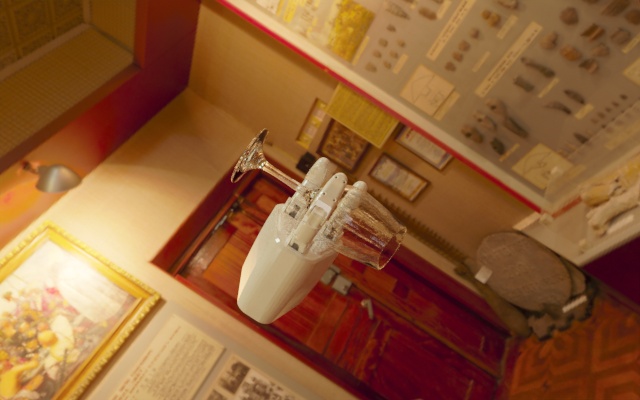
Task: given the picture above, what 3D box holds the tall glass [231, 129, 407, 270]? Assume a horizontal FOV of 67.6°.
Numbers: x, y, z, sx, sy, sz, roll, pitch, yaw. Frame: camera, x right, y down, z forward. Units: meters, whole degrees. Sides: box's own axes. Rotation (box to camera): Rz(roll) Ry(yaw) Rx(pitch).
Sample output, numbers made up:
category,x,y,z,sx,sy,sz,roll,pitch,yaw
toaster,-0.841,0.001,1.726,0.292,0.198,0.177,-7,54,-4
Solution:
category,x,y,z,sx,sy,sz,roll,pitch,yaw
tall glass,0.000,0.001,0.558,0.201,0.079,0.079,33,0,0
